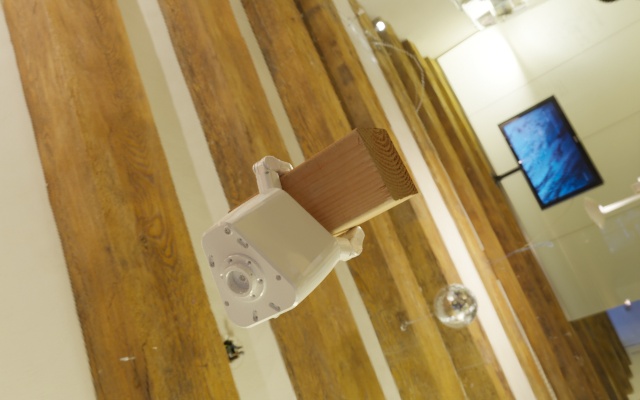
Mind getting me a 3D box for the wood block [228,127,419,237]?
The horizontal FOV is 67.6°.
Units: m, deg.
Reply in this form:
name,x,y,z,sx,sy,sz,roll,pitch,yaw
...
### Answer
name,x,y,z,sx,sy,sz,roll,pitch,yaw
wood block,0.000,0.002,0.585,0.206,0.091,0.090,-30,-8,29
